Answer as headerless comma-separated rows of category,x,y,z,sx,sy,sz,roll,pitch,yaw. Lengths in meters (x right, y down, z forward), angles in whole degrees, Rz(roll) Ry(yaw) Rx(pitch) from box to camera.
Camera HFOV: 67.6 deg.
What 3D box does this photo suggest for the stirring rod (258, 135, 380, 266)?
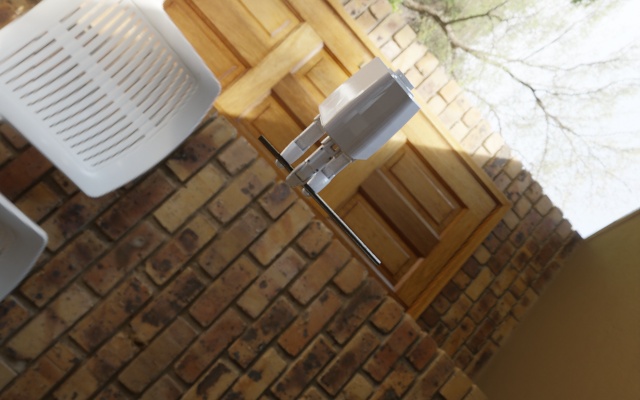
stirring rod,0.000,0.002,0.654,0.011,0.239,0.011,-42,8,7
